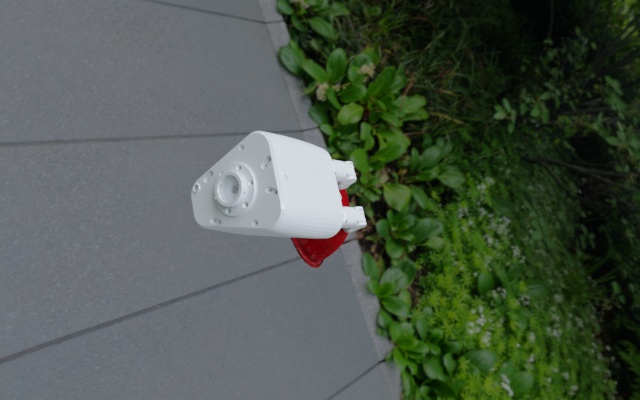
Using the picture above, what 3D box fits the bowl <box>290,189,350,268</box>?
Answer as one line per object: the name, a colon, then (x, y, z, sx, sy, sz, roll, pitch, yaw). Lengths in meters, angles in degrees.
bowl: (0.001, 0.002, 0.616, 0.055, 0.162, 0.162, -16, -4, 15)
